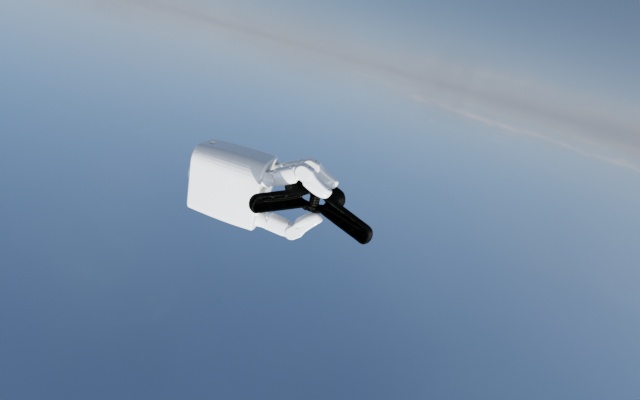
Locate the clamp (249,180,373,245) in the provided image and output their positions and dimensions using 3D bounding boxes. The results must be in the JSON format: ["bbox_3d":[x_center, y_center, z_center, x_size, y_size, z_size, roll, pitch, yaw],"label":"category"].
[{"bbox_3d":[0.000,0.003,0.696,0.164,0.036,0.210,19,17,3],"label":"clamp"}]
